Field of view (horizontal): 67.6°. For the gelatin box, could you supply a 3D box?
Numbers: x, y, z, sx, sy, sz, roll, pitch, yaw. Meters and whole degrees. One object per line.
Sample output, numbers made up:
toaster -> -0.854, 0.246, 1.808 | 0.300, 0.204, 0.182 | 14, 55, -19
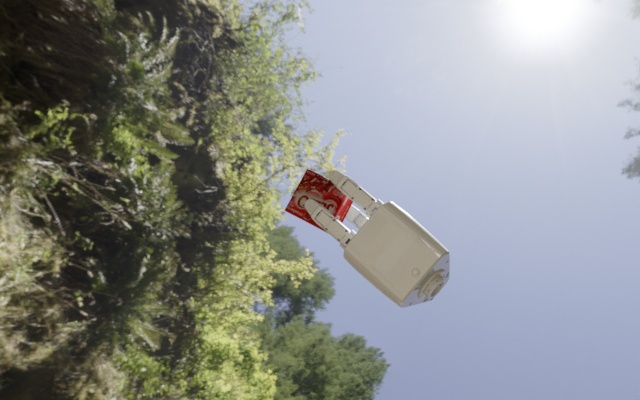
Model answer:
gelatin box -> 0.000, 0.002, 0.708 | 0.089, 0.073, 0.030 | 26, -4, 35
